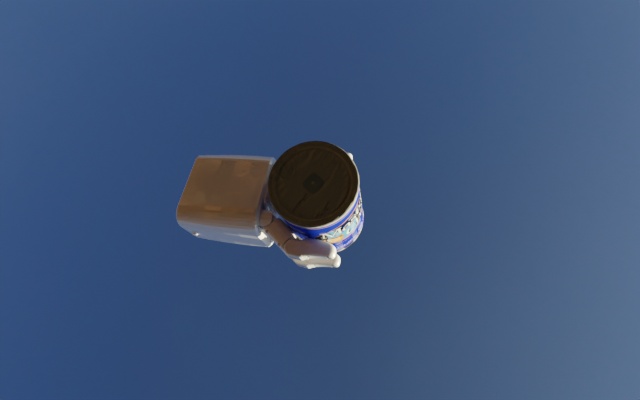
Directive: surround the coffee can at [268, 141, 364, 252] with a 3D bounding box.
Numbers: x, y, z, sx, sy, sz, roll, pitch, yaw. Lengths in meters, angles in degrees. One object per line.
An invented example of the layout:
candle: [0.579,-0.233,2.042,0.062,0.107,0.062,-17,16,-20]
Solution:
coffee can: [0.000,0.002,0.593,0.103,0.102,0.140,0,-18,8]
